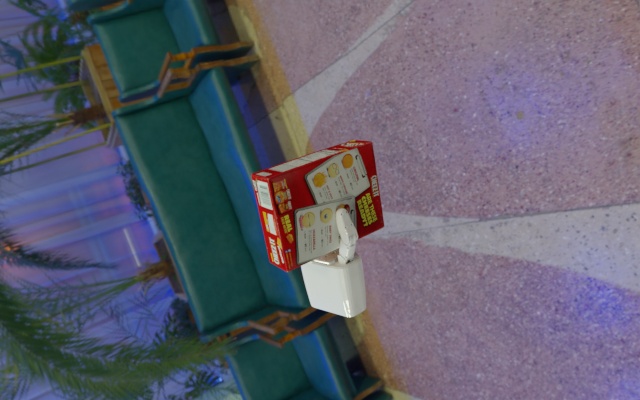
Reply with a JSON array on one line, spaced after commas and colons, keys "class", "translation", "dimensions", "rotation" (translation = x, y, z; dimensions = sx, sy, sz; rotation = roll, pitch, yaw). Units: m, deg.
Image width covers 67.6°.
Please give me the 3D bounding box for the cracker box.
[{"class": "cracker box", "translation": [0.000, 0.003, 0.818], "dimensions": [0.213, 0.164, 0.072], "rotation": [-22, 23, -30]}]
